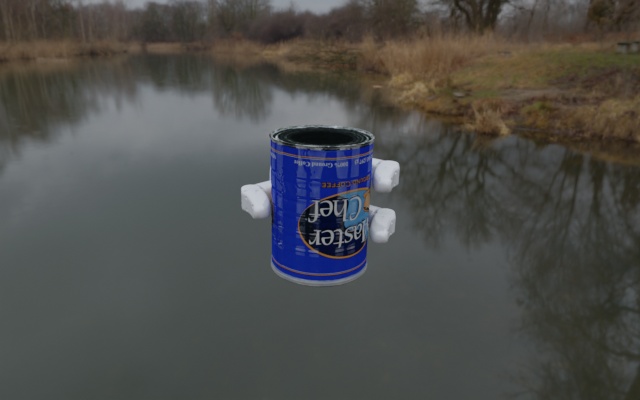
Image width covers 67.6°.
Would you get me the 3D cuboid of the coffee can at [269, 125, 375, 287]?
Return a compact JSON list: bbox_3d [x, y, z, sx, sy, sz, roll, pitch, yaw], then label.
[{"bbox_3d":[0.000,0.002,0.487,0.103,0.140,0.102,1,20,0],"label":"coffee can"}]
